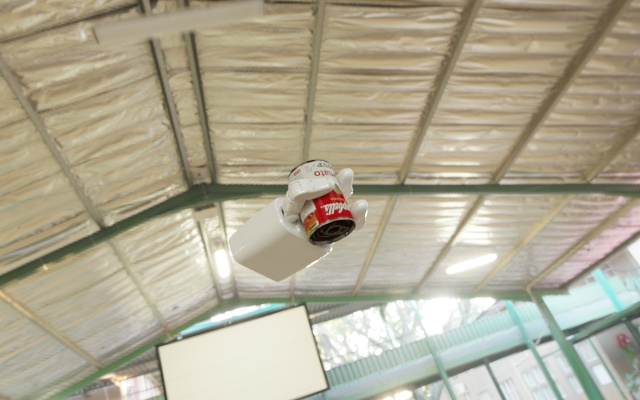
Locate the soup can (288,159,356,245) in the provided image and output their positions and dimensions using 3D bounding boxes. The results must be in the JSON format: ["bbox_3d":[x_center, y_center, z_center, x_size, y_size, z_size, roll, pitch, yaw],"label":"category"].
[{"bbox_3d":[0.000,0.002,0.666,0.068,0.102,0.068,-16,-29,-9],"label":"soup can"}]
